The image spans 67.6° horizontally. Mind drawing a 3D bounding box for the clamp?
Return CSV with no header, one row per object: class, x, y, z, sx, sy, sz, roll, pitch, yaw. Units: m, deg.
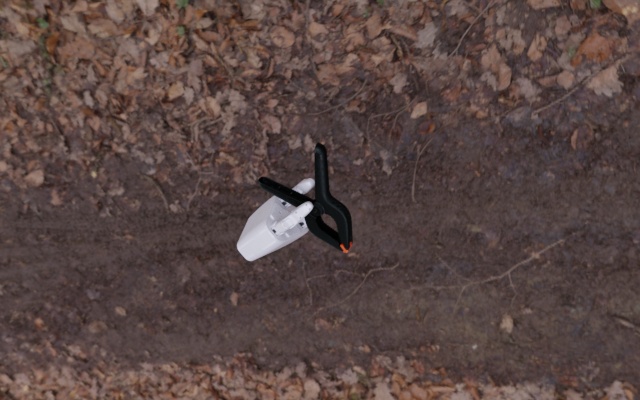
clamp,0.000,0.004,0.872,0.165,0.210,0.036,-35,10,39
